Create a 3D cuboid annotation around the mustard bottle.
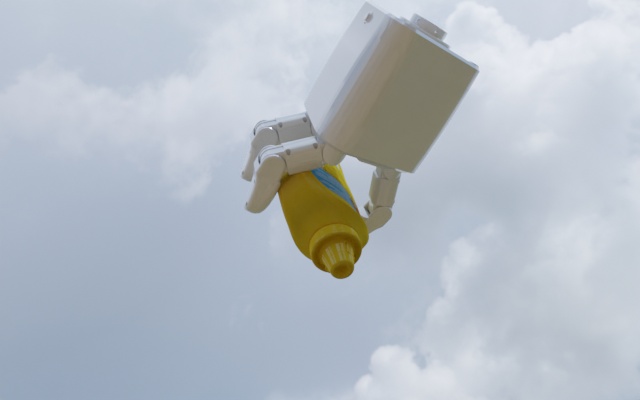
[{"bbox_3d":[0.000,0.002,0.432,0.058,0.096,0.191,-36,32,11],"label":"mustard bottle"}]
